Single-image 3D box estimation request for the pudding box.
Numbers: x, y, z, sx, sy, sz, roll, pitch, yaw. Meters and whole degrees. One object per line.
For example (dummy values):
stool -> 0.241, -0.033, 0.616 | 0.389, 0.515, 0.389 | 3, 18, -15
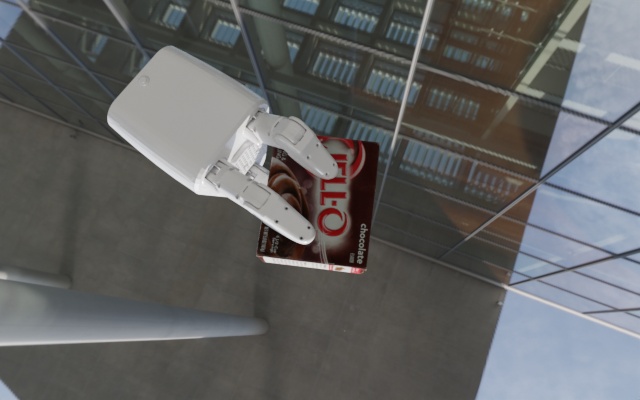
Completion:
pudding box -> 0.000, 0.001, 0.407 | 0.090, 0.113, 0.039 | 6, -14, 4
